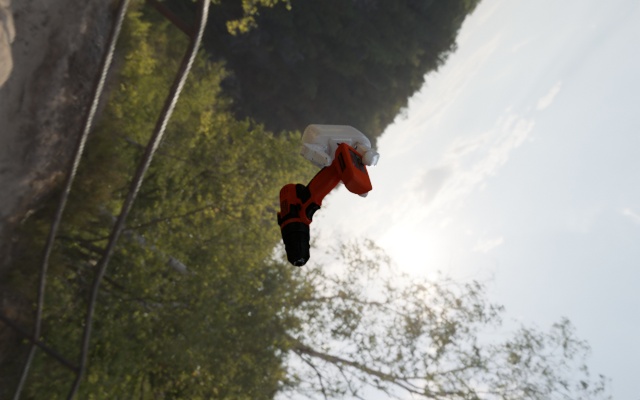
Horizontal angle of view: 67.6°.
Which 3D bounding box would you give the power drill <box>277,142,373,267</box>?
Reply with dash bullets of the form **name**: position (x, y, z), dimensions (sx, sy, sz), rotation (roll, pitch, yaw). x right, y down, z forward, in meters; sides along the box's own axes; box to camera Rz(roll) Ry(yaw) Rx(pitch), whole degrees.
- **power drill**: position (0.000, 0.002, 0.821), dimensions (0.188, 0.184, 0.057), rotation (-38, -50, 25)
